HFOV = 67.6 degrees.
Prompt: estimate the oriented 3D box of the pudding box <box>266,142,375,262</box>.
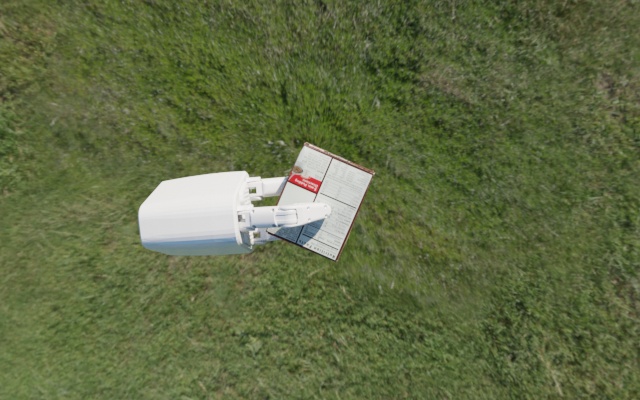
[{"bbox_3d":[0.000,0.002,0.546,0.090,0.113,0.039,24,6,0],"label":"pudding box"}]
